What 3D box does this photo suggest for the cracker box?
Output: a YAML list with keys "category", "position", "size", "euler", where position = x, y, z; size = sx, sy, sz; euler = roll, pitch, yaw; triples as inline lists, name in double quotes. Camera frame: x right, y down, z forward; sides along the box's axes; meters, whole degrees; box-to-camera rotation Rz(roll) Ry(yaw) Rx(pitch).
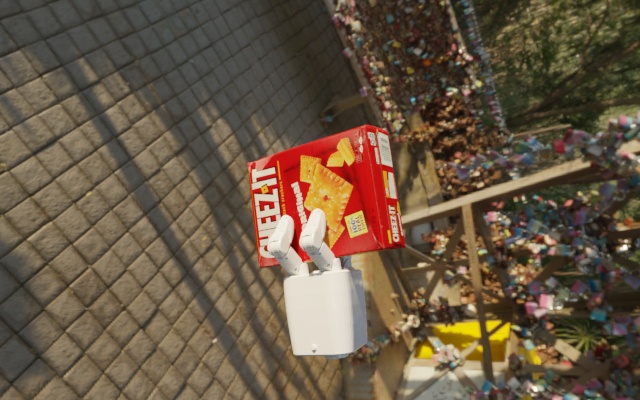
- category: "cracker box"
  position: [0.000, 0.002, 0.675]
  size: [0.214, 0.164, 0.072]
  euler: [-13, -10, 34]
